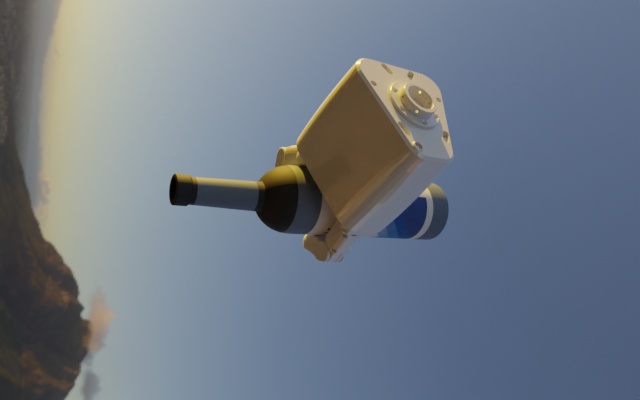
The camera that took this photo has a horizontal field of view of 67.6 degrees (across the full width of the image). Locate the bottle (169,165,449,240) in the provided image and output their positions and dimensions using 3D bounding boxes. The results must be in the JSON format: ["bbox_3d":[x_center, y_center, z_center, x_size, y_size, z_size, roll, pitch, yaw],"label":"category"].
[{"bbox_3d":[0.000,0.002,0.481,0.296,0.069,0.069,5,-3,-31],"label":"bottle"}]
